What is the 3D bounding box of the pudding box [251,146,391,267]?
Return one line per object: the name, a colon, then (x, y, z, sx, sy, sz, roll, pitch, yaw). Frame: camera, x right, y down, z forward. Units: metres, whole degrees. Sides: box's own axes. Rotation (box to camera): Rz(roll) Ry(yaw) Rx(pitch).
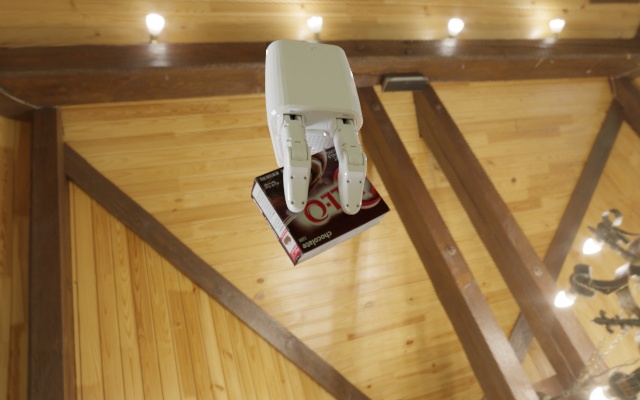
pudding box: (0.000, 0.002, 0.480, 0.113, 0.090, 0.039, -25, -20, -27)
